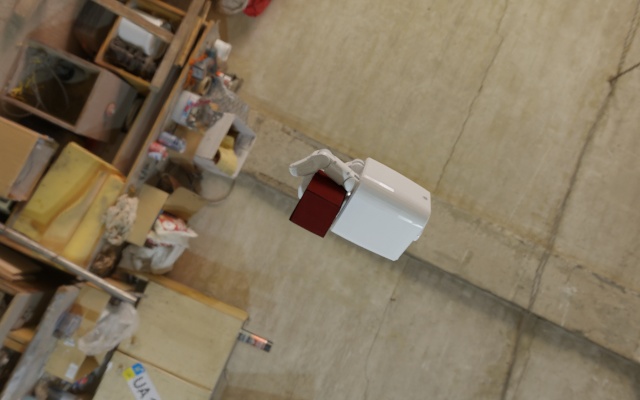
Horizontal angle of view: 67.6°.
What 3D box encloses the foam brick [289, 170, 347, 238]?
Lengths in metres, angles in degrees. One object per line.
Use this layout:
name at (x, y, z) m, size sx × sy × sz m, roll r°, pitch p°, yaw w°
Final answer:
foam brick at (0.000, 0.002, 0.631) m, size 0.051 × 0.053 × 0.078 m, roll 30°, pitch 28°, yaw -2°
